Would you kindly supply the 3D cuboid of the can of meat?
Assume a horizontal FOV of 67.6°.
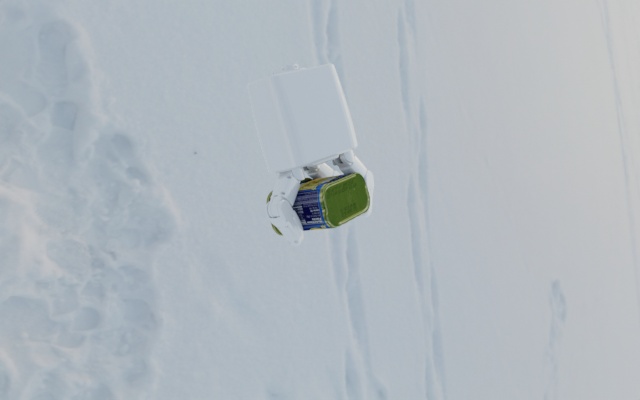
[{"bbox_3d":[0.000,0.002,0.582,0.084,0.057,0.102,-8,10,37],"label":"can of meat"}]
